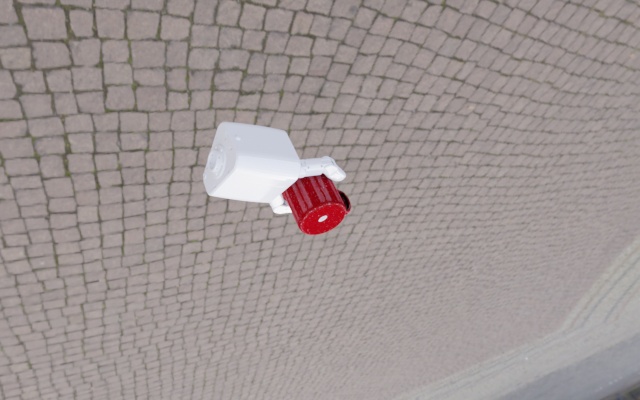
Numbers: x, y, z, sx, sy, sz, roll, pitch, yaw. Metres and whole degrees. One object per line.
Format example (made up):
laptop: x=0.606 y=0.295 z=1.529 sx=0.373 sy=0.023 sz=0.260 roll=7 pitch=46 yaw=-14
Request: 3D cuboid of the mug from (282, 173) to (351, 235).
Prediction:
mug: x=0.001 y=0.003 z=0.783 sx=0.117 sy=0.081 sz=0.093 roll=5 pitch=-45 yaw=-37
